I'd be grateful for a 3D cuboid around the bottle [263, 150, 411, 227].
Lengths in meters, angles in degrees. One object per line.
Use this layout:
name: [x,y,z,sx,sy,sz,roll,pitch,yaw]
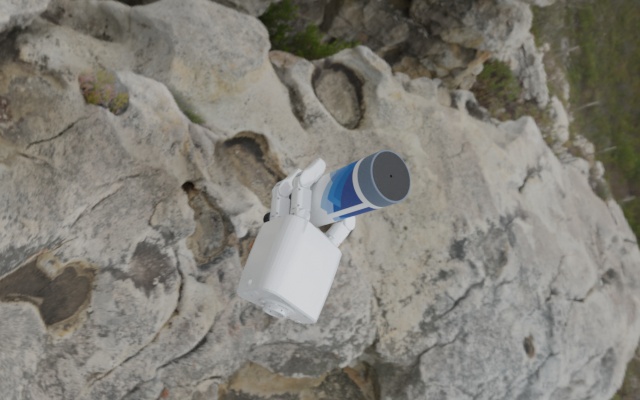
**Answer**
bottle: [0.000,0.002,0.688,0.069,0.069,0.296,0,-12,-36]
